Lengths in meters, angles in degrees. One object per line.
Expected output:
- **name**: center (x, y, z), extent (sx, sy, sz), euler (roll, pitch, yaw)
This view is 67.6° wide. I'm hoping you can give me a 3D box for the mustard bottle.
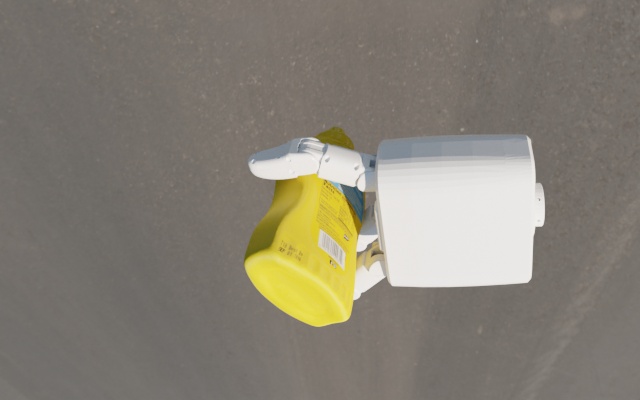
- **mustard bottle**: center (0.000, 0.002, 0.410), extent (0.058, 0.191, 0.096), euler (-23, -53, 33)
